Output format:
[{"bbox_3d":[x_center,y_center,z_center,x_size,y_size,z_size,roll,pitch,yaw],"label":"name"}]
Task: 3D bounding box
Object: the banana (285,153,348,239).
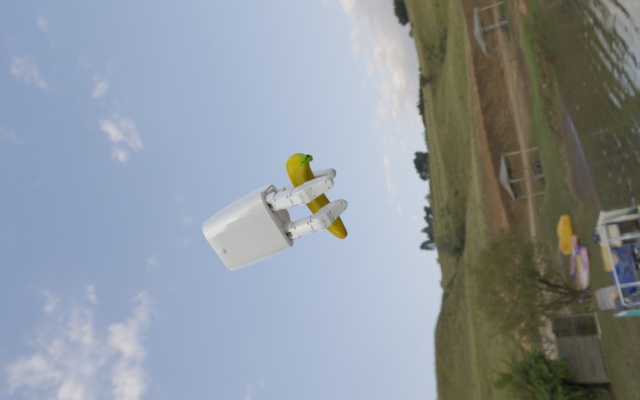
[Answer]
[{"bbox_3d":[-0.010,-0.010,0.734,0.037,0.198,0.069,-36,48,-7],"label":"banana"}]
